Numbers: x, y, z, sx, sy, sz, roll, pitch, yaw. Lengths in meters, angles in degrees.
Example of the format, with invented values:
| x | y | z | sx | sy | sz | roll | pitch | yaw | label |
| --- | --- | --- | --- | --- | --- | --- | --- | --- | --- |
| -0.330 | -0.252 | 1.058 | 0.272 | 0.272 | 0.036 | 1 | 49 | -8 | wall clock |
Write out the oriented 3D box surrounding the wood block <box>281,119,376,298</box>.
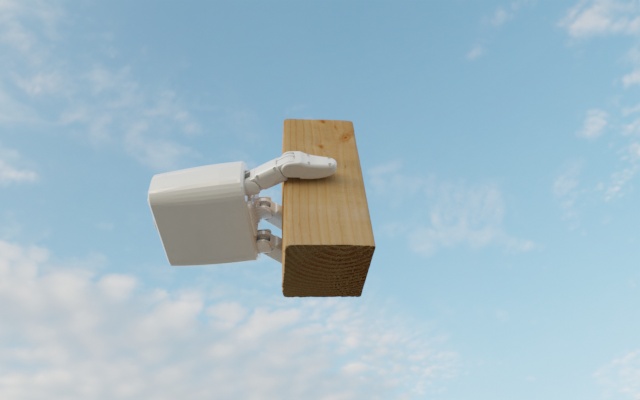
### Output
| x | y | z | sx | sy | sz | roll | pitch | yaw | label |
| --- | --- | --- | --- | --- | --- | --- | --- | --- | --- |
| 0.000 | 0.002 | 0.560 | 0.090 | 0.206 | 0.091 | 1 | -45 | -6 | wood block |
